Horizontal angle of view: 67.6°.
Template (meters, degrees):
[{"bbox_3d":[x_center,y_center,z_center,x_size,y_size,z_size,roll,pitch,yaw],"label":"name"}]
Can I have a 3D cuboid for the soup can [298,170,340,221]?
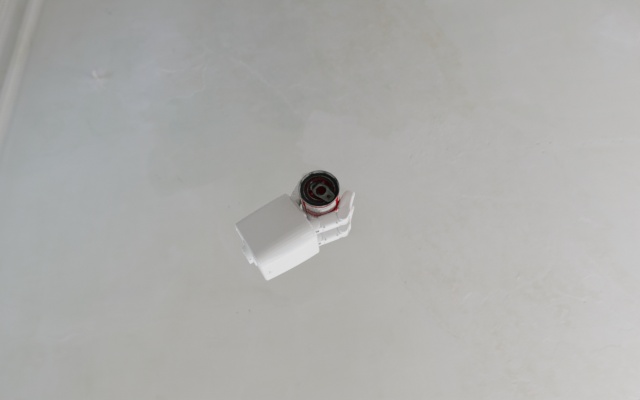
[{"bbox_3d":[0.001,0.002,0.823,0.068,0.068,0.102,0,-27,3],"label":"soup can"}]
